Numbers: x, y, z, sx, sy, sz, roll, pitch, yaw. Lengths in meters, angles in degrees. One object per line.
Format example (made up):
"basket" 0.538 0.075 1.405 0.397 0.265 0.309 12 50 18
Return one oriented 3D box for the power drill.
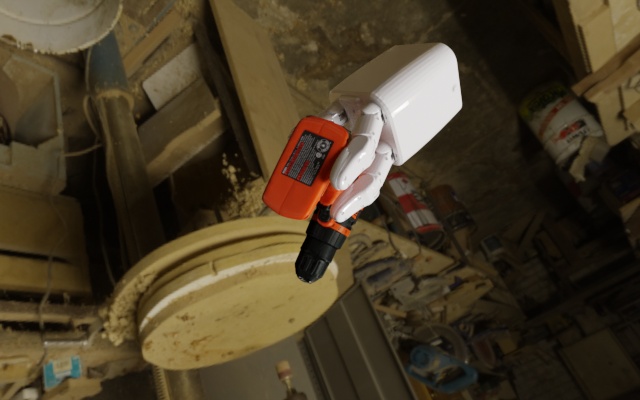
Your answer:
"power drill" 0.000 0.001 0.540 0.057 0.184 0.188 22 -7 18
